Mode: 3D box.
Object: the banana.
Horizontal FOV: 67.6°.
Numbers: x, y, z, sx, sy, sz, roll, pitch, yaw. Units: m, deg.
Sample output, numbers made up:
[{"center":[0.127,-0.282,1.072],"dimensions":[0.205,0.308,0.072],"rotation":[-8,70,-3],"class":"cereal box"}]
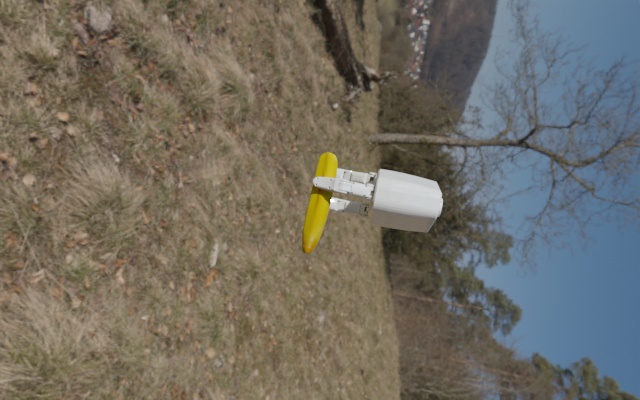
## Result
[{"center":[0.002,-0.009,0.812],"dimensions":[0.037,0.197,0.070],"rotation":[11,-27,2],"class":"banana"}]
